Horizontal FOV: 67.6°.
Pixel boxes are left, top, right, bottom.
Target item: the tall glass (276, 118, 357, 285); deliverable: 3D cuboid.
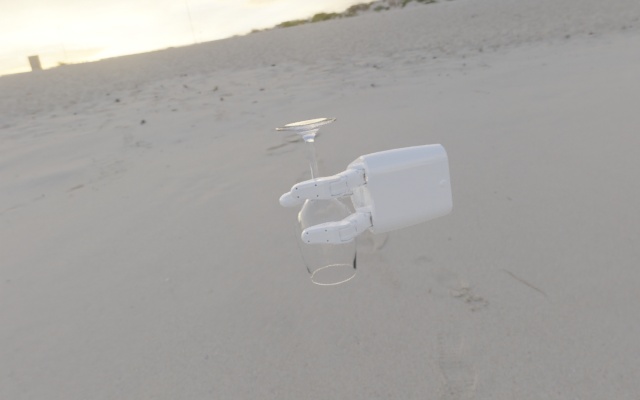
[{"bbox_3d":[0.000,0.001,0.600,0.079,0.201,0.079,-9,14,2],"label":"tall glass"}]
